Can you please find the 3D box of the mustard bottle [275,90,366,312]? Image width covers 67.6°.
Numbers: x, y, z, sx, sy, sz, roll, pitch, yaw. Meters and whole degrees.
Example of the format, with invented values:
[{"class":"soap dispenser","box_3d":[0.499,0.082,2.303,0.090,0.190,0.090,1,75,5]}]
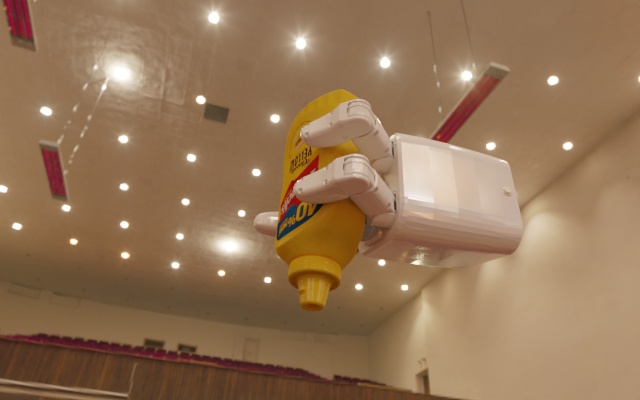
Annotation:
[{"class":"mustard bottle","box_3d":[0.000,0.001,0.407,0.058,0.191,0.096,26,-41,-29]}]
